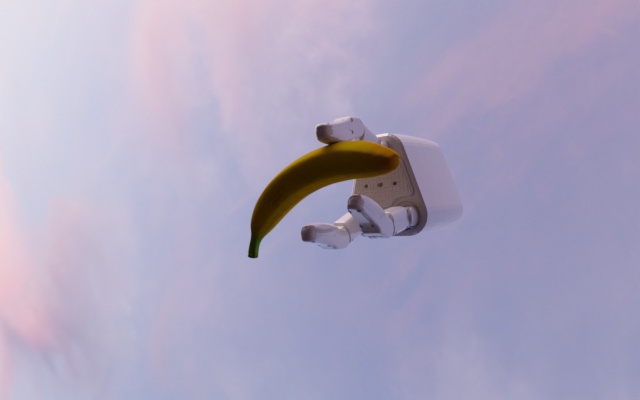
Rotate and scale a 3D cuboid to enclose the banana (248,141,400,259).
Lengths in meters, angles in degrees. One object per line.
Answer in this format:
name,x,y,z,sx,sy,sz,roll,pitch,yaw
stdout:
banana,-0.009,-0.013,0.467,0.198,0.069,0.037,-35,-24,33
